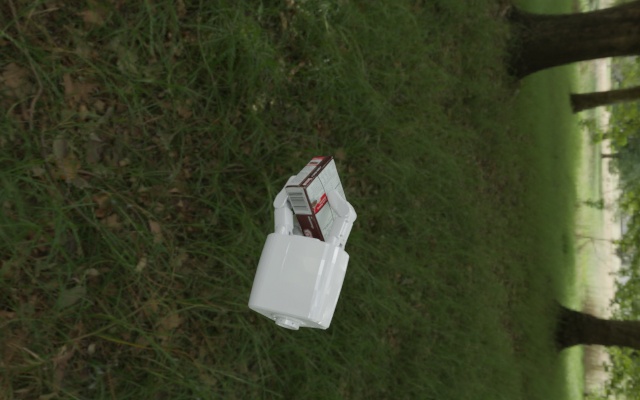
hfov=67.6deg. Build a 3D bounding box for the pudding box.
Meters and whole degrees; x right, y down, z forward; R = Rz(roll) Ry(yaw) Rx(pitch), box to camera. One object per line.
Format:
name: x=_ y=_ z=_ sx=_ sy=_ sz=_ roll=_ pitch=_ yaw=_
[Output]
pudding box: x=0.000 y=0.002 z=0.724 sx=0.039 sy=0.114 sz=0.090 roll=3 pitch=36 yaw=32
